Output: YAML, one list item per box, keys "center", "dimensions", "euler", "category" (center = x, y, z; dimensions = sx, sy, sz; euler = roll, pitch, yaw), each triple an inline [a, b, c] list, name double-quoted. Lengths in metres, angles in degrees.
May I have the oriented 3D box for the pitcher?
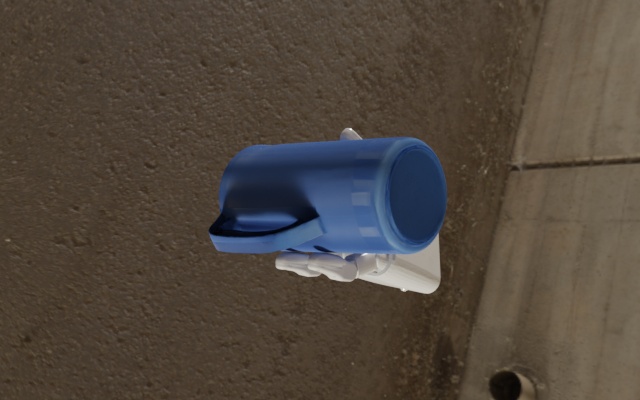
- center: [0.000, 0.002, 0.513]
  dimensions: [0.145, 0.149, 0.243]
  euler: [24, -16, -40]
  category: "pitcher"
